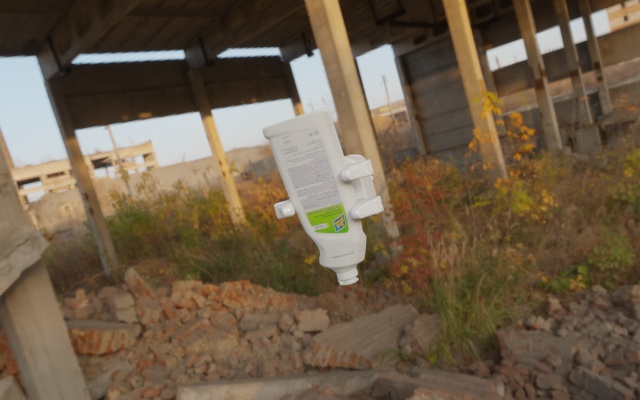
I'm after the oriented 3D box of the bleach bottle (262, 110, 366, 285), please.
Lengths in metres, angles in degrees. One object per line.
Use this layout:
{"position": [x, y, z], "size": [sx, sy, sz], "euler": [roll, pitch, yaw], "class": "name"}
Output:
{"position": [0.000, 0.002, 0.695], "size": [0.102, 0.251, 0.068], "euler": [-14, 6, 17], "class": "bleach bottle"}
